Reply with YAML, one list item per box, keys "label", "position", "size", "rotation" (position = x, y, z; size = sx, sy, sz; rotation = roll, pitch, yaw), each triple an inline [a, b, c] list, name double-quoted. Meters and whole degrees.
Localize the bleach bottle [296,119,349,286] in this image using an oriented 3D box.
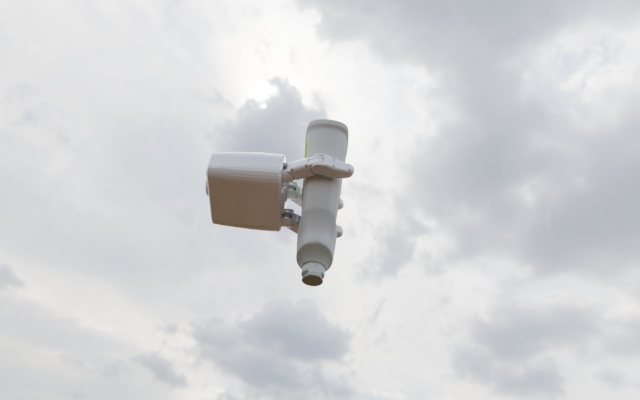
- label: "bleach bottle"
  position: [0.000, 0.002, 0.688]
  size: [0.068, 0.250, 0.103]
  rotation: [5, -40, 1]
